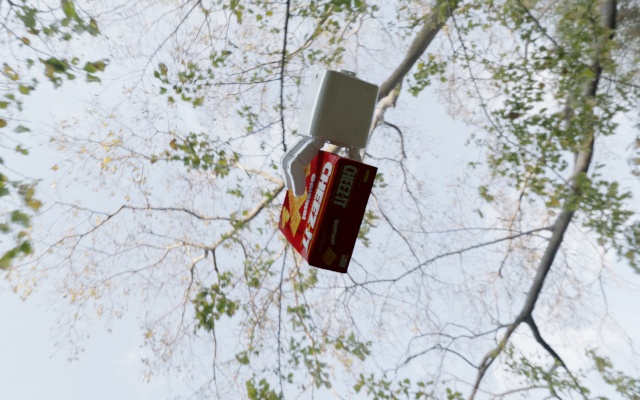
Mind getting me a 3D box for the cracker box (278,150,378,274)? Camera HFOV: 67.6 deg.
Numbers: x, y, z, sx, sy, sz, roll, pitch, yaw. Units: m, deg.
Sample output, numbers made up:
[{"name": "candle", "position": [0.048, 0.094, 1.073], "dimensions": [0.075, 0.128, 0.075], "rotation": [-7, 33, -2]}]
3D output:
[{"name": "cracker box", "position": [0.000, 0.003, 0.773], "dimensions": [0.072, 0.164, 0.213], "rotation": [13, 7, -19]}]
